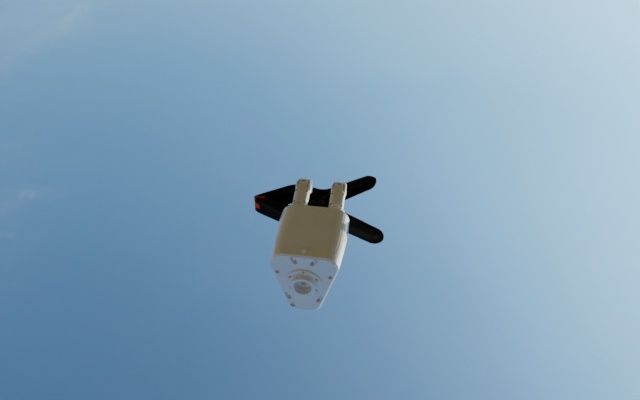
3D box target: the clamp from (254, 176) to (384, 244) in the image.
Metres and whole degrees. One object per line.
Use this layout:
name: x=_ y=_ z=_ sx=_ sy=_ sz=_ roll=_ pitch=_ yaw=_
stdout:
clamp: x=0.000 y=0.003 z=0.777 sx=0.210 sy=0.036 sz=0.164 roll=6 pitch=35 yaw=6
